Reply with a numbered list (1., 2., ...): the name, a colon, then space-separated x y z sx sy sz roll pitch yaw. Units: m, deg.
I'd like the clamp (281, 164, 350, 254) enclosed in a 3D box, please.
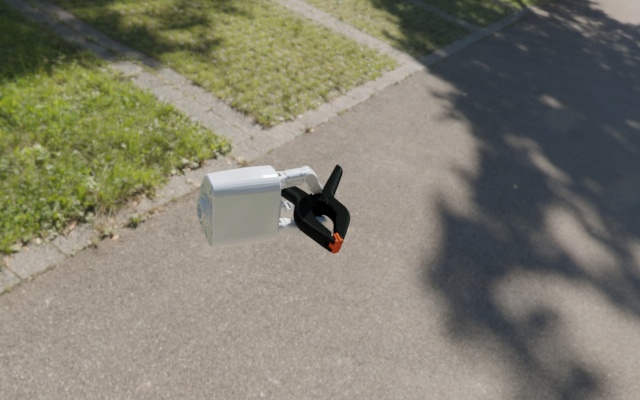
1. clamp: 0.000 0.002 0.803 0.164 0.036 0.210 -10 44 -27
